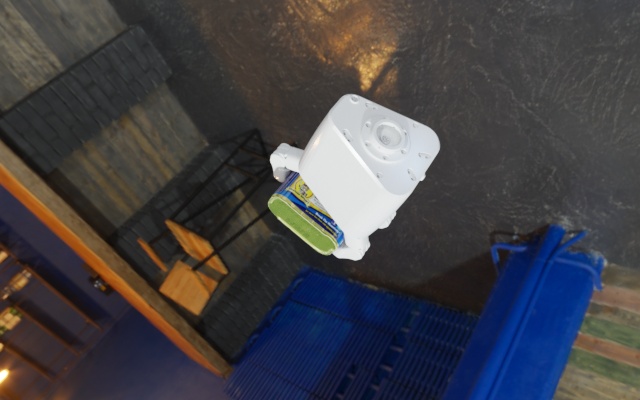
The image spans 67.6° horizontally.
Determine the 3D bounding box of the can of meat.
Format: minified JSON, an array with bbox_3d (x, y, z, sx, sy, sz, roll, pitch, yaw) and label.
[{"bbox_3d":[0.000,0.002,0.569,0.102,0.084,0.057,39,-28,-1],"label":"can of meat"}]
